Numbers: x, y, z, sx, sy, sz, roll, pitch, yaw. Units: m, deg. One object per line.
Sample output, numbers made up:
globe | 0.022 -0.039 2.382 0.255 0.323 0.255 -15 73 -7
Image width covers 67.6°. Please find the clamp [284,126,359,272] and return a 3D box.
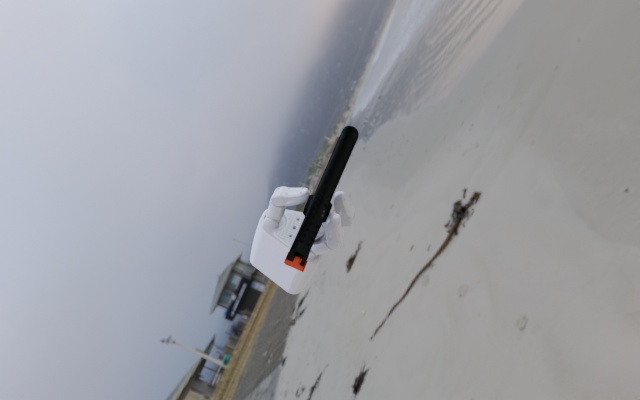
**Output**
clamp | -0.001 0.002 0.674 0.036 0.209 0.165 23 -43 0
